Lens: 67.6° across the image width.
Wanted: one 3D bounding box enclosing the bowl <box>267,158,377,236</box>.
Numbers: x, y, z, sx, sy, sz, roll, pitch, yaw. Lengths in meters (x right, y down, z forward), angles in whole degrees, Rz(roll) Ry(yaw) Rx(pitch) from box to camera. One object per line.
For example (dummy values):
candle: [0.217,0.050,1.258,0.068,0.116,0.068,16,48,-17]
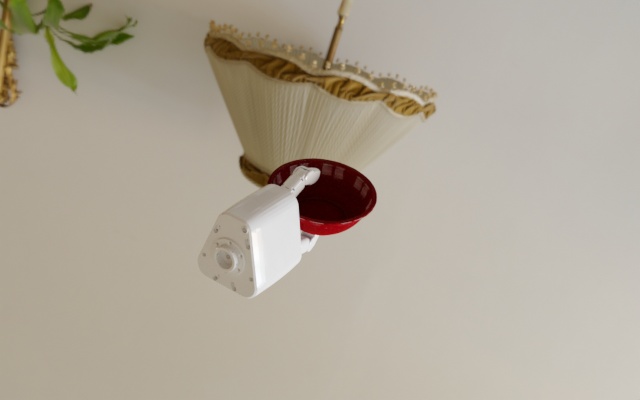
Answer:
bowl: [0.001,0.002,0.714,0.162,0.055,0.162,6,37,-4]
